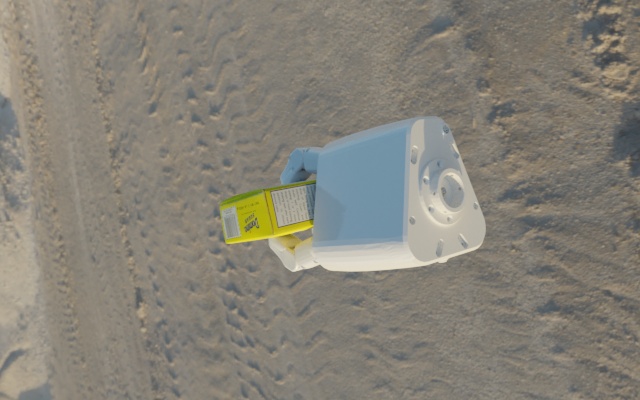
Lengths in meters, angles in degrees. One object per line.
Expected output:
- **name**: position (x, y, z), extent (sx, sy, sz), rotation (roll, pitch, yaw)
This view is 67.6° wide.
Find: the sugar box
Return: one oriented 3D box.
- **sugar box**: position (0.000, 0.002, 0.469), extent (0.176, 0.048, 0.093), rotation (-9, -2, -36)
